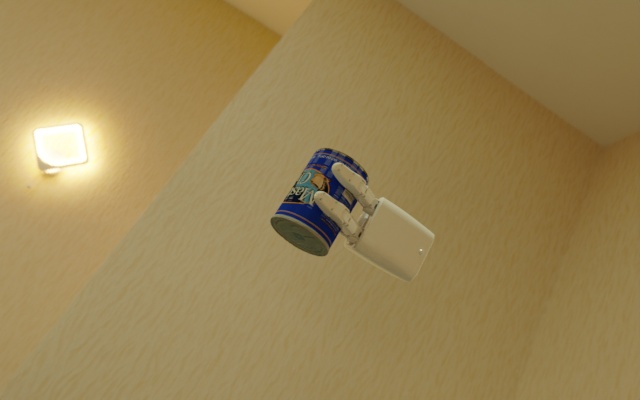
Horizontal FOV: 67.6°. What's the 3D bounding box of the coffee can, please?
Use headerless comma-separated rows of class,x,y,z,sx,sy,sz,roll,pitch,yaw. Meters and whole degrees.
coffee can,0.000,0.003,0.758,0.103,0.140,0.103,27,-23,12
